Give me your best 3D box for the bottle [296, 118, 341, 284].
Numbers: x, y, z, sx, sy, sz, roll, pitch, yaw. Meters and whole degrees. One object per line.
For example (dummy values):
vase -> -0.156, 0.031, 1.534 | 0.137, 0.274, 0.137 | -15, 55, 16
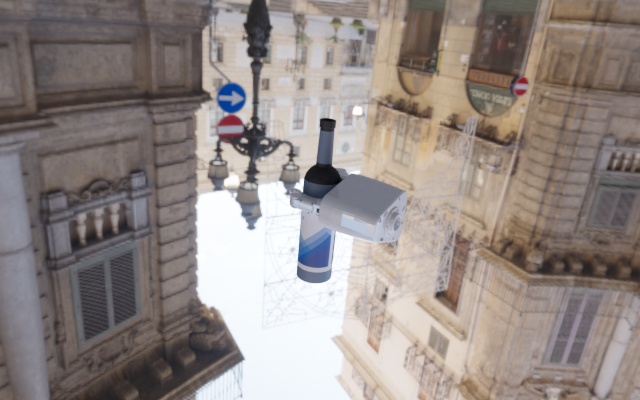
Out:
bottle -> 0.000, 0.003, 0.844 | 0.069, 0.296, 0.069 | 5, 21, -2
